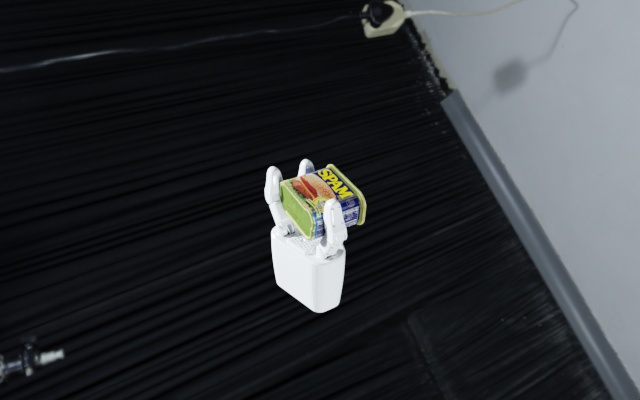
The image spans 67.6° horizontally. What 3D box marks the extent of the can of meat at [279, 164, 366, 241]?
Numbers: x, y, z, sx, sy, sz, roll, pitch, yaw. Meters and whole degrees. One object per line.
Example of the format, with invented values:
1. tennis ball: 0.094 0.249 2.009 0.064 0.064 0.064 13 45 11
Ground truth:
1. can of meat: 0.000 0.002 0.669 0.084 0.057 0.102 -19 44 -24
